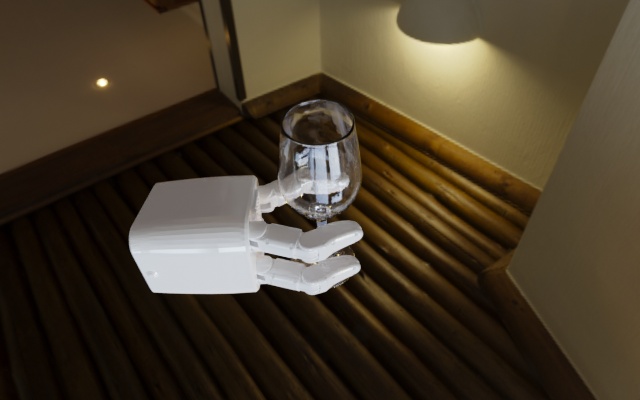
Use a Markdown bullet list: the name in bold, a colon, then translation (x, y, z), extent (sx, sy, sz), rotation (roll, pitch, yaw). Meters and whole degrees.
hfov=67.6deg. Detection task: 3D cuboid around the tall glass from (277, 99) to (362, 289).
- **tall glass**: translation (0.000, 0.002, 0.468), extent (0.079, 0.079, 0.201), rotation (0, -42, 2)
